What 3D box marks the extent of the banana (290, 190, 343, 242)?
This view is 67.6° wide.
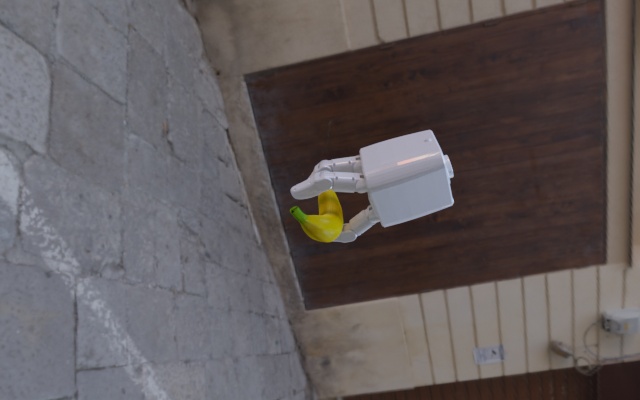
[{"bbox_3d":[0.007,0.020,0.678,0.037,0.069,0.198,-23,4,13],"label":"banana"}]
